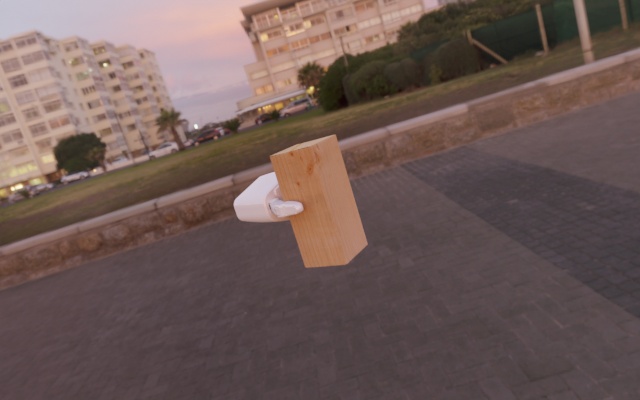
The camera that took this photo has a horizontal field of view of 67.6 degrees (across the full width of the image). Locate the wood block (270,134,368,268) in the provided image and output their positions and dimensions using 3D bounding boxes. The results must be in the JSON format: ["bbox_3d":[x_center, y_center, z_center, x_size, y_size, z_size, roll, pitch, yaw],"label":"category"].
[{"bbox_3d":[0.000,0.003,0.830,0.090,0.206,0.090,-10,14,34],"label":"wood block"}]
